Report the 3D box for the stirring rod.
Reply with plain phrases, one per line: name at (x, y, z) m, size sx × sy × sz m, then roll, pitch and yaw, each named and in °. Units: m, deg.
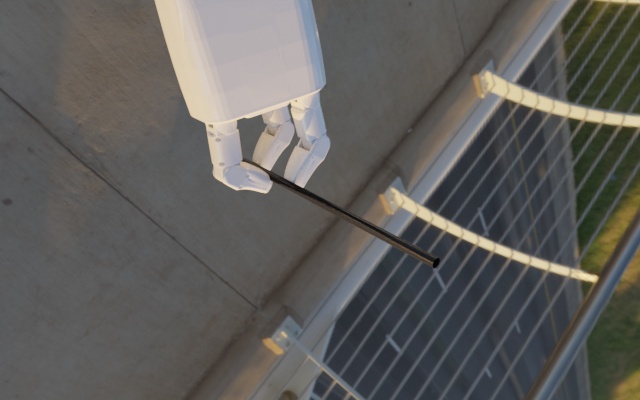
stirring rod at (0.000, 0.001, 0.405) m, size 0.011 × 0.011 × 0.239 m, roll 0°, pitch 20°, yaw -44°
